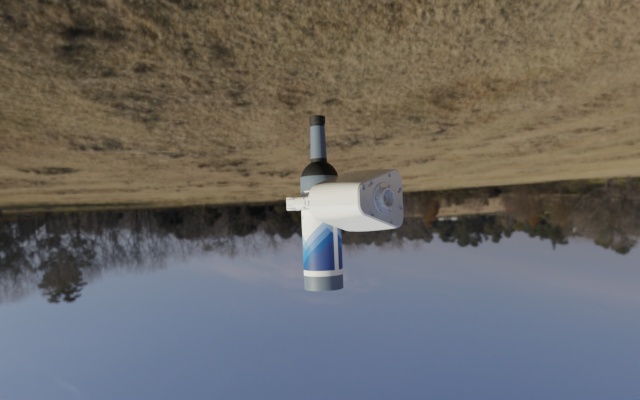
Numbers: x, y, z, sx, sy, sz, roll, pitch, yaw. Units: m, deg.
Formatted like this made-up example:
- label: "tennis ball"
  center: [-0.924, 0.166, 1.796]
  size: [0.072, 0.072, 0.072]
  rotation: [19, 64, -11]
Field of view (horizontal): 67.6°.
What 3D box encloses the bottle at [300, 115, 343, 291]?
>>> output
- label: "bottle"
  center: [0.000, 0.003, 0.817]
  size: [0.069, 0.295, 0.069]
  rotation: [-2, -2, 0]
